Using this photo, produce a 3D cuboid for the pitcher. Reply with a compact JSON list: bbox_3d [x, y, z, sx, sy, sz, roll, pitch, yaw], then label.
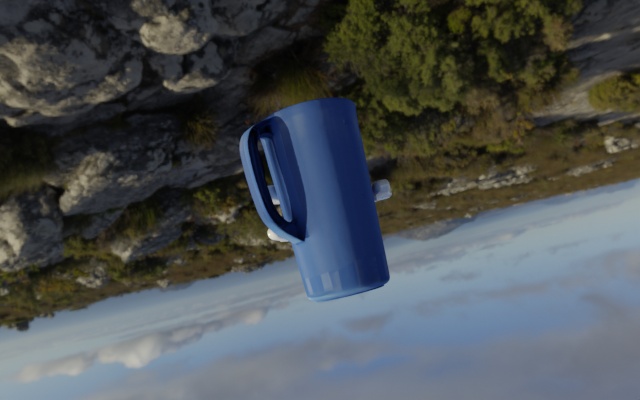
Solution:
[{"bbox_3d":[0.000,0.002,0.611,0.149,0.243,0.145,-15,-8,5],"label":"pitcher"}]
